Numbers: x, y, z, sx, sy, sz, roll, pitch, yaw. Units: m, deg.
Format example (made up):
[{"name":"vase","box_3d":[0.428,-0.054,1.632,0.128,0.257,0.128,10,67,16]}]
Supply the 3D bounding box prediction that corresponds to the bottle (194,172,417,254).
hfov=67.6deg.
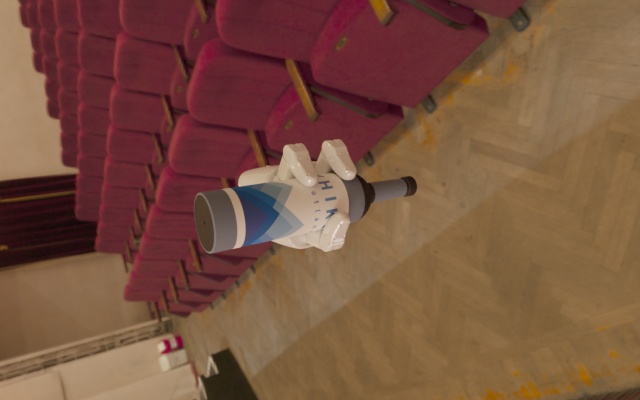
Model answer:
[{"name":"bottle","box_3d":[0.000,0.002,0.584,0.295,0.069,0.069,-10,5,-31]}]
